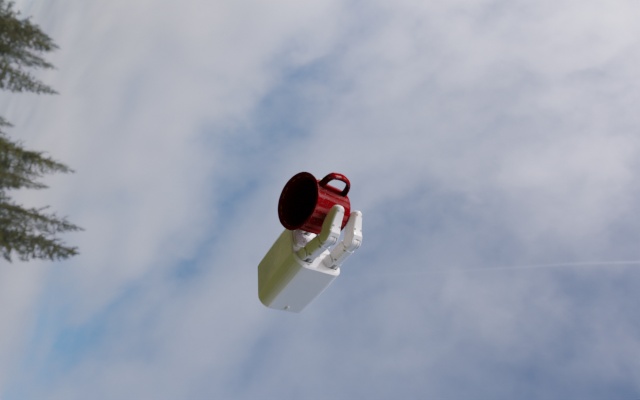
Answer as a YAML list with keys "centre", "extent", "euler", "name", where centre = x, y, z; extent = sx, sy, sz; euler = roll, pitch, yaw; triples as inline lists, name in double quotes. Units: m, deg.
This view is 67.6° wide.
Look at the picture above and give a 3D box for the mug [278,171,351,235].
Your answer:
- centre: [0.001, 0.001, 0.746]
  extent: [0.081, 0.117, 0.093]
  euler: [21, 30, -41]
  name: "mug"
